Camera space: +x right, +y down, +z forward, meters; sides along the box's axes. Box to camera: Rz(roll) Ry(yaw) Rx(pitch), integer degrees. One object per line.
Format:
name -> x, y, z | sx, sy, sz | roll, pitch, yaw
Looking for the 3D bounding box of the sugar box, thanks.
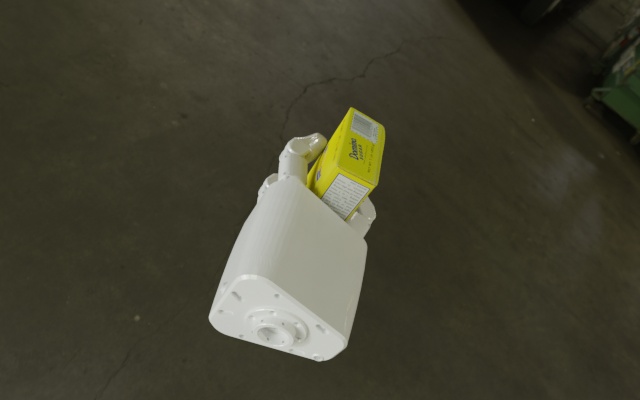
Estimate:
sugar box -> 0.000, 0.001, 0.482 | 0.048, 0.093, 0.176 | 28, -48, -12
